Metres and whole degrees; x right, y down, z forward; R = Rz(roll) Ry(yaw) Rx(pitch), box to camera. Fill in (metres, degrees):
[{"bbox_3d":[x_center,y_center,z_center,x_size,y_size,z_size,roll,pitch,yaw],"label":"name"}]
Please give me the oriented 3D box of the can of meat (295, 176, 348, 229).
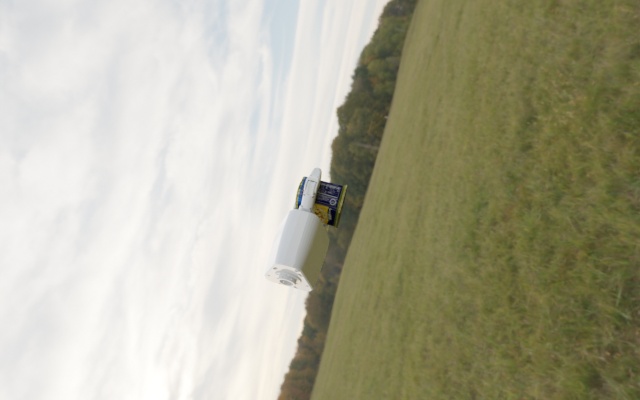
[{"bbox_3d":[0.000,0.003,0.886,0.084,0.057,0.102,15,-26,4],"label":"can of meat"}]
